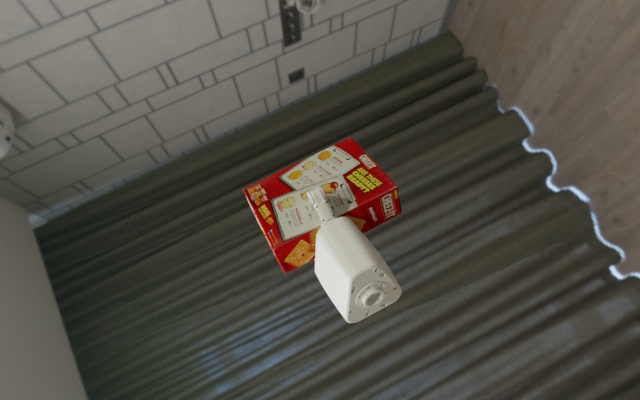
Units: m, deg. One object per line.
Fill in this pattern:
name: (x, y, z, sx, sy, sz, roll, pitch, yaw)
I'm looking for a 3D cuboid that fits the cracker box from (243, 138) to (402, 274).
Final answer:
cracker box: (0.000, 0.003, 0.792, 0.213, 0.072, 0.164, -26, 44, -8)
